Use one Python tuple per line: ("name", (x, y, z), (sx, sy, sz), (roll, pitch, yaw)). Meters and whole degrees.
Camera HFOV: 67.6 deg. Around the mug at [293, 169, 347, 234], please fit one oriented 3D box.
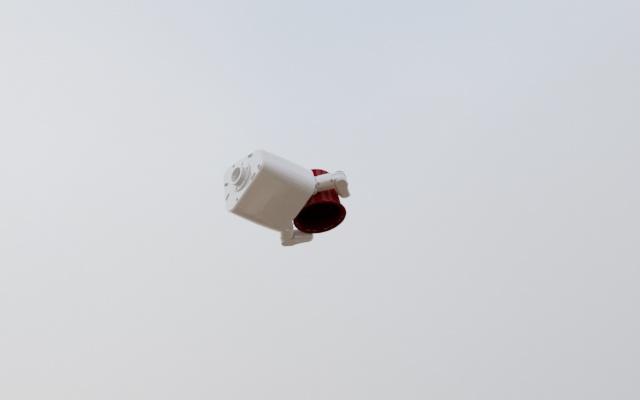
("mug", (0.001, 0.003, 0.846), (0.117, 0.081, 0.093), (24, -51, -39))
